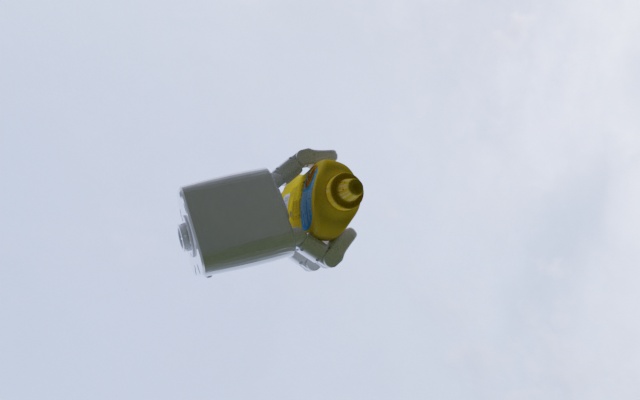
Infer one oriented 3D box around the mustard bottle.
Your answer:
[{"bbox_3d":[0.000,0.002,0.581,0.058,0.096,0.191,13,-14,-20],"label":"mustard bottle"}]
